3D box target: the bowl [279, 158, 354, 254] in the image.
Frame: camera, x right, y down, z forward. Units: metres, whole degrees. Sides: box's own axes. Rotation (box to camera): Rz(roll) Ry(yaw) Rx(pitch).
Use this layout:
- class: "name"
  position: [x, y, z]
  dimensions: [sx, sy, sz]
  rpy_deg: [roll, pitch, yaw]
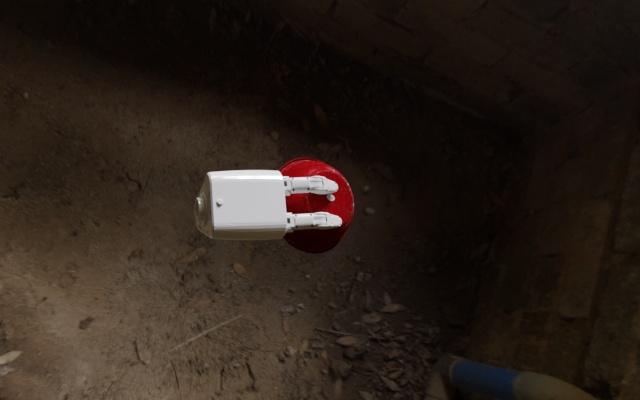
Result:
- class: "bowl"
  position: [0.001, 0.002, 0.768]
  dimensions: [0.162, 0.162, 0.055]
  rpy_deg: [0, -11, -36]
